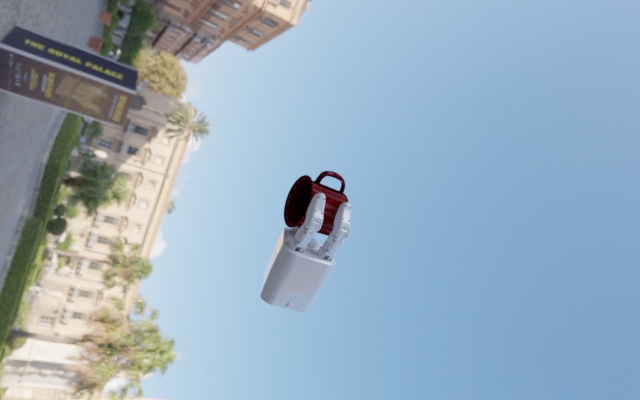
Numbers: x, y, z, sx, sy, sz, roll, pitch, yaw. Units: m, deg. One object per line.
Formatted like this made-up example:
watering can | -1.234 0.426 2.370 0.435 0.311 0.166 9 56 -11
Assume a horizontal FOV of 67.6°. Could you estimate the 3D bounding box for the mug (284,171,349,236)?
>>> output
mug | 0.001 0.001 0.815 0.081 0.117 0.093 20 19 -28
